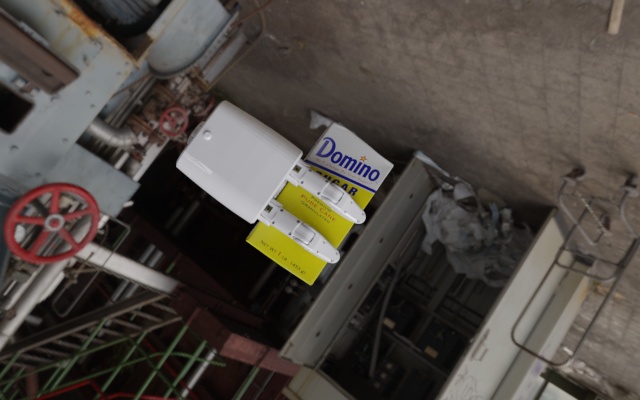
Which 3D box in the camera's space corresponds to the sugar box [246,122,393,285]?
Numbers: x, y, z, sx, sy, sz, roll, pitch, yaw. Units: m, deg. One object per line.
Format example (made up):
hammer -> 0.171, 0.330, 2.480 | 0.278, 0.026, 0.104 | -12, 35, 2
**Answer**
sugar box -> 0.000, 0.002, 0.570 | 0.093, 0.176, 0.048 | 36, -8, -7
